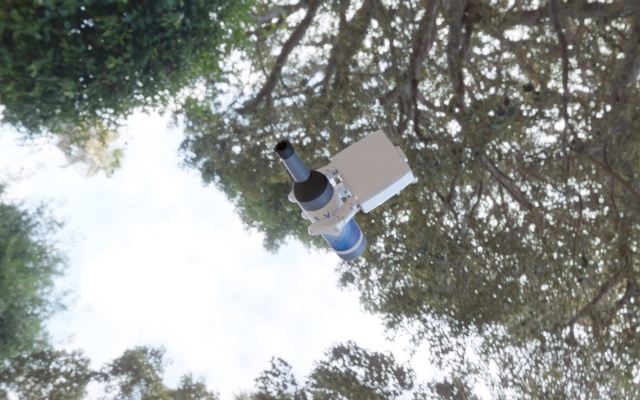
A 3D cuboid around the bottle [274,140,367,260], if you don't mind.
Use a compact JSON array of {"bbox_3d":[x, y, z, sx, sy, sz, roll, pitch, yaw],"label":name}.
[{"bbox_3d":[0.000,0.003,0.840,0.069,0.069,0.296,0,-36,30],"label":"bottle"}]
